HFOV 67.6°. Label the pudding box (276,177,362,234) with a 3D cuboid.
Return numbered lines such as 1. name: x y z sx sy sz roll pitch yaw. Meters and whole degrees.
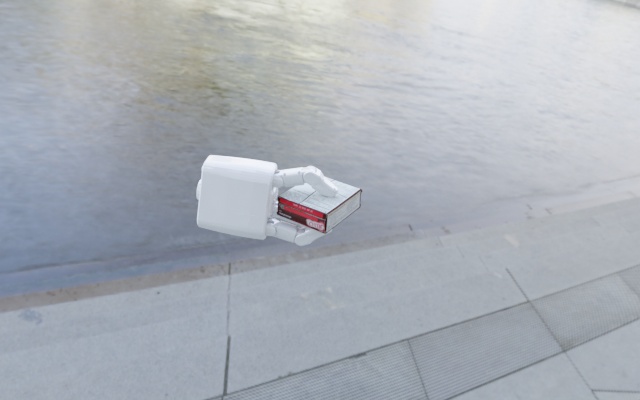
1. pudding box: 0.000 0.002 0.743 0.090 0.039 0.113 21 33 26
